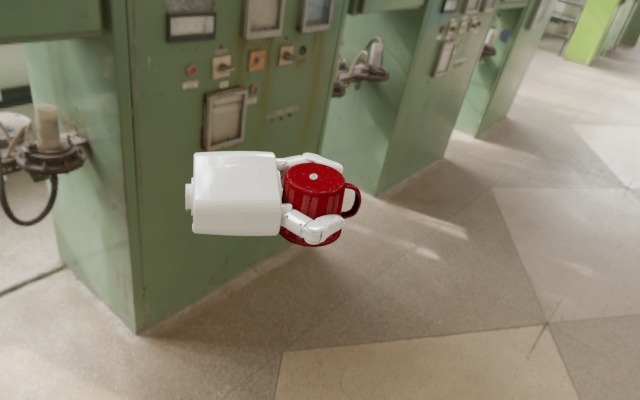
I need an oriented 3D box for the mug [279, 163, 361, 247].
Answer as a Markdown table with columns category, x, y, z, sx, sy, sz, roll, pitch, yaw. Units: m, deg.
| category | x | y | z | sx | sy | sz | roll | pitch | yaw |
| --- | --- | --- | --- | --- | --- | --- | --- | --- | --- |
| mug | 0.002 | 0.002 | 0.643 | 0.117 | 0.081 | 0.093 | -1 | 34 | -15 |
